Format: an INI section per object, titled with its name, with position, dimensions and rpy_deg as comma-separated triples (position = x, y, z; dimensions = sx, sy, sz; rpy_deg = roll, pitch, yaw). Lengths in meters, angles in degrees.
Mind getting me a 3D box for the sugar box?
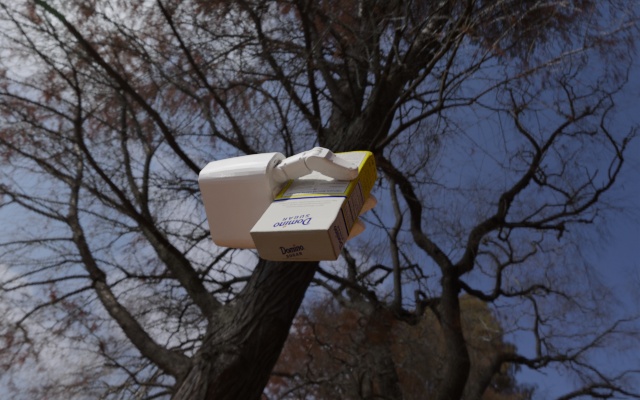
[sugar box]
position = 0.000, 0.002, 0.555
dimensions = 0.093, 0.048, 0.176
rpy_deg = -3, 33, 25
